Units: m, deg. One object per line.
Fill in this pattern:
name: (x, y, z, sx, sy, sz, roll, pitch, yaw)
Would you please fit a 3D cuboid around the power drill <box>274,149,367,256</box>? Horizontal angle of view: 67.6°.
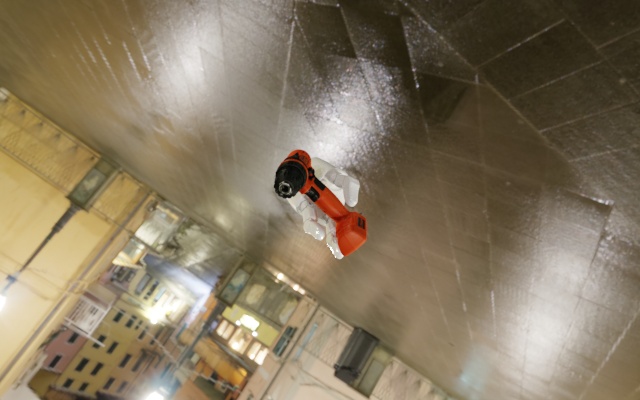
power drill: (0.000, 0.003, 0.802, 0.057, 0.188, 0.184, -37, 12, 17)
